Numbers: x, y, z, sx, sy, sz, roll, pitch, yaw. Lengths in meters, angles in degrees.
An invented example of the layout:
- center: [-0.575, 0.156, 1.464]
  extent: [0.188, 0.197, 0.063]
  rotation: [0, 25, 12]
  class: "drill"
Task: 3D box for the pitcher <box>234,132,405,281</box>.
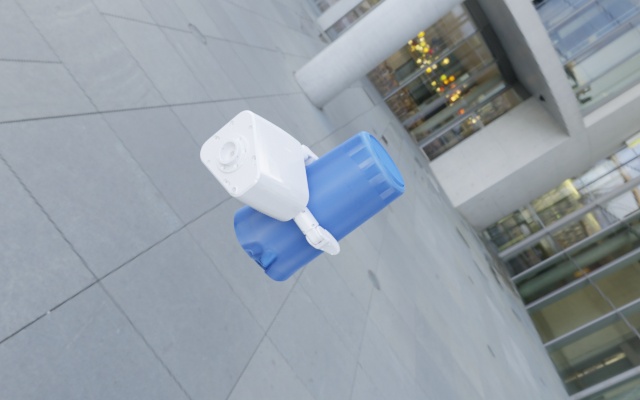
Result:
- center: [0.000, 0.002, 0.724]
  extent: [0.243, 0.149, 0.145]
  rotation: [-34, -30, 18]
  class: "pitcher"
